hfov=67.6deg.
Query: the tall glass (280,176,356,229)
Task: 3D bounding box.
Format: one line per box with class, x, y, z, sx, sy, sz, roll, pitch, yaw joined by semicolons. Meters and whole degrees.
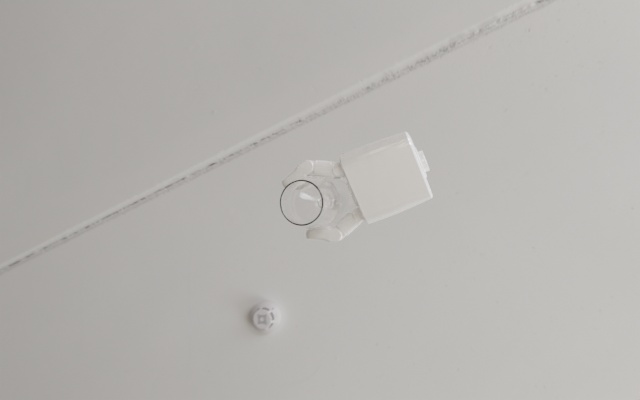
tall glass;0.000;0.003;0.733;0.079;0.079;0.201;0;1;15
